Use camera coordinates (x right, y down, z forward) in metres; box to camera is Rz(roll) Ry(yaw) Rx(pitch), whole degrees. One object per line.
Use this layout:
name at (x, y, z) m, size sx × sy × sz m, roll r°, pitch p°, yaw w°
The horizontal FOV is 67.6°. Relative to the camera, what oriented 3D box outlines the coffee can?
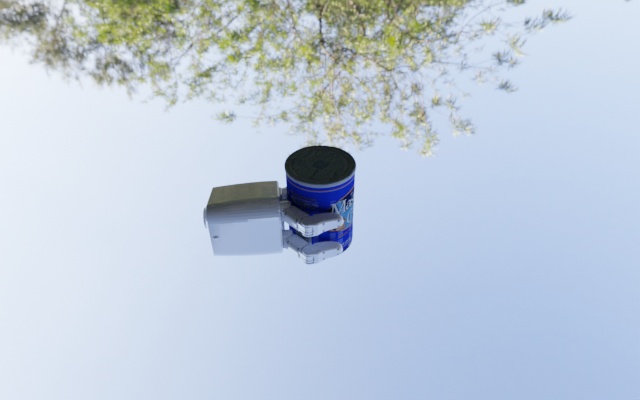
coffee can at (0.000, 0.002, 0.723) m, size 0.103 × 0.140 × 0.102 m, roll 0°, pitch 38°, yaw 0°
